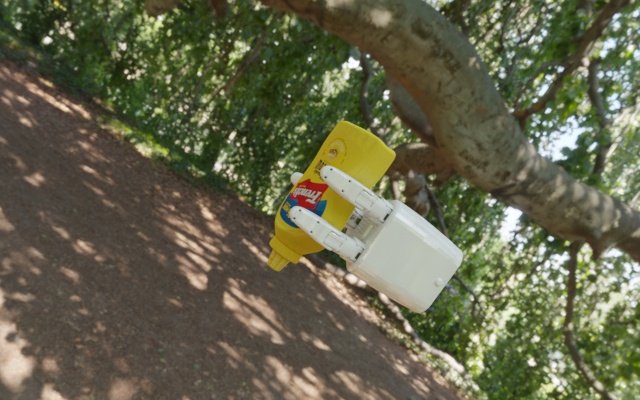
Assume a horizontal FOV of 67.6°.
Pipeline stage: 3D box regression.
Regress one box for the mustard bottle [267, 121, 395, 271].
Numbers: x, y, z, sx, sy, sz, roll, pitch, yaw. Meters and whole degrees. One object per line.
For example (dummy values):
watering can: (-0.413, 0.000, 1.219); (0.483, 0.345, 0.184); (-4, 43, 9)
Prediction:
mustard bottle: (0.000, 0.001, 0.561); (0.058, 0.191, 0.096); (34, 3, -38)
